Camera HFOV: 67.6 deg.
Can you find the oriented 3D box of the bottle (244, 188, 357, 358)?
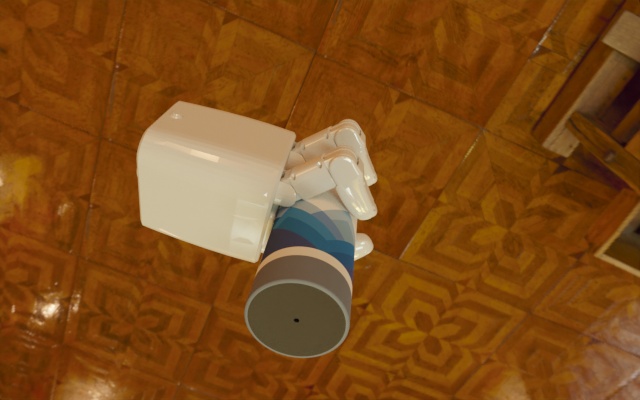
[{"bbox_3d":[0.000,0.002,0.422,0.069,0.069,0.295,0,30,7],"label":"bottle"}]
